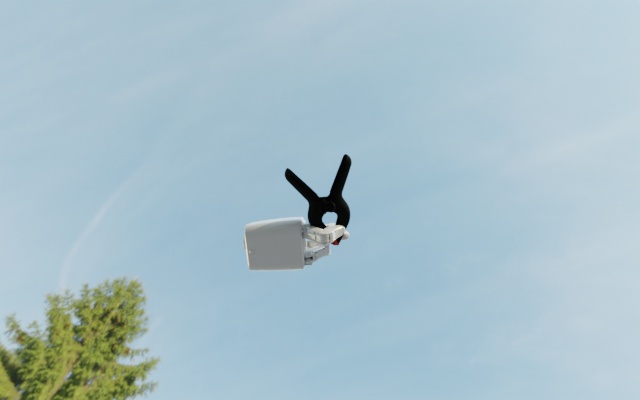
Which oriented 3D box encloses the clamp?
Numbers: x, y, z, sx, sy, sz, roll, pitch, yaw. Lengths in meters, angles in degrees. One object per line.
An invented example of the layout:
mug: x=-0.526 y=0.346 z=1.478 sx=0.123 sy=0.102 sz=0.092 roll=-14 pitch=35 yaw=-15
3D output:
clamp: x=0.000 y=0.003 z=0.872 sx=0.120 sy=0.171 sz=0.039 roll=-3 pitch=19 yaw=2
